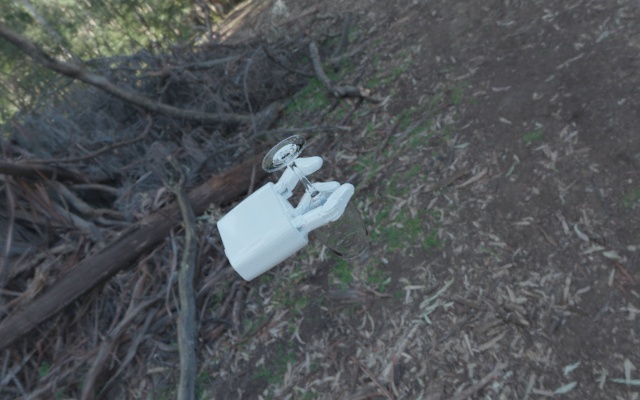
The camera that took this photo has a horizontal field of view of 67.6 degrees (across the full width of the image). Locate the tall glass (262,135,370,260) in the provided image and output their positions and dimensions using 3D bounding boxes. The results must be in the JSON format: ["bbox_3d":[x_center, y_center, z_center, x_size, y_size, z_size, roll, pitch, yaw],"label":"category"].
[{"bbox_3d":[0.000,0.002,0.712,0.079,0.079,0.201,0,-43,46],"label":"tall glass"}]
